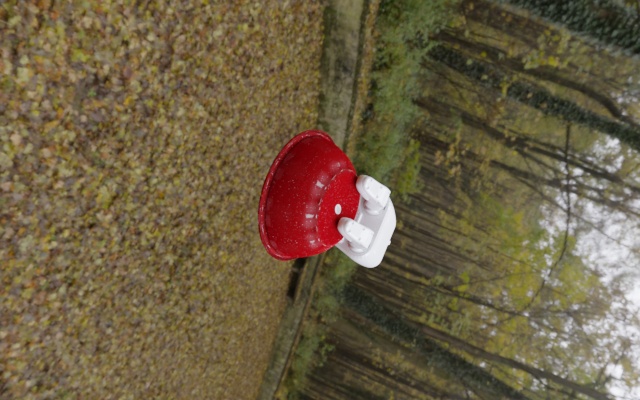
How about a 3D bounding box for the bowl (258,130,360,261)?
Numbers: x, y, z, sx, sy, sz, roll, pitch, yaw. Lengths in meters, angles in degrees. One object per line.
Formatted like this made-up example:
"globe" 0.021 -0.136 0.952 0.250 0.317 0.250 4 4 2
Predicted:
"bowl" 0.000 0.002 0.555 0.055 0.162 0.162 18 9 31
